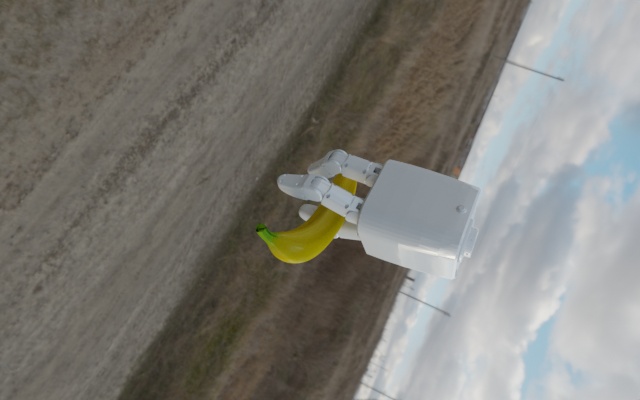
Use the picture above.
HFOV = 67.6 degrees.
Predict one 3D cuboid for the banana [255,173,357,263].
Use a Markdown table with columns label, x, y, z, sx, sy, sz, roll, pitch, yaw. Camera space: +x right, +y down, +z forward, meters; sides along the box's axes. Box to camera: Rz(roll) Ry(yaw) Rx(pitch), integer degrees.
| label | x | y | z | sx | sy | sz | roll | pitch | yaw |
| --- | --- | --- | --- | --- | --- | --- | --- | --- | --- |
| banana | -0.001 | 0.020 | 0.551 | 0.037 | 0.070 | 0.197 | 12 | 29 | 27 |
